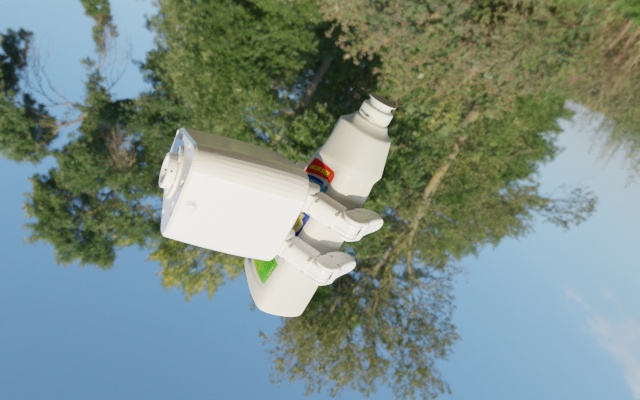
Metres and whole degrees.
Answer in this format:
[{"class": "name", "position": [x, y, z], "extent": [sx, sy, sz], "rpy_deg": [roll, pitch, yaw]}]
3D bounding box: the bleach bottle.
[{"class": "bleach bottle", "position": [0.000, 0.002, 0.502], "extent": [0.068, 0.251, 0.102], "rpy_deg": [16, 28, -27]}]
